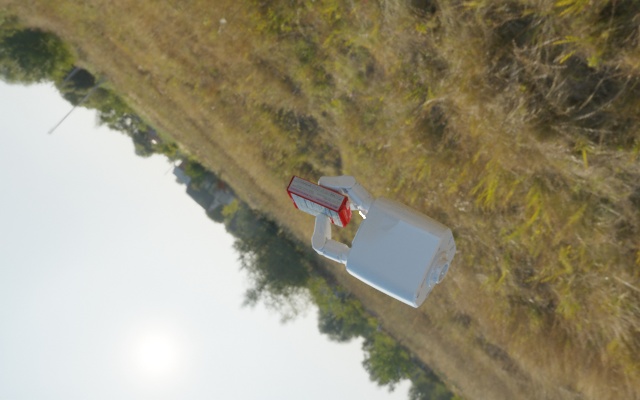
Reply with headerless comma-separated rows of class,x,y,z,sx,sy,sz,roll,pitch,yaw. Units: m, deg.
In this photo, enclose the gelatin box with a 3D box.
gelatin box,0.000,0.003,0.704,0.089,0.030,0.073,22,-16,16
